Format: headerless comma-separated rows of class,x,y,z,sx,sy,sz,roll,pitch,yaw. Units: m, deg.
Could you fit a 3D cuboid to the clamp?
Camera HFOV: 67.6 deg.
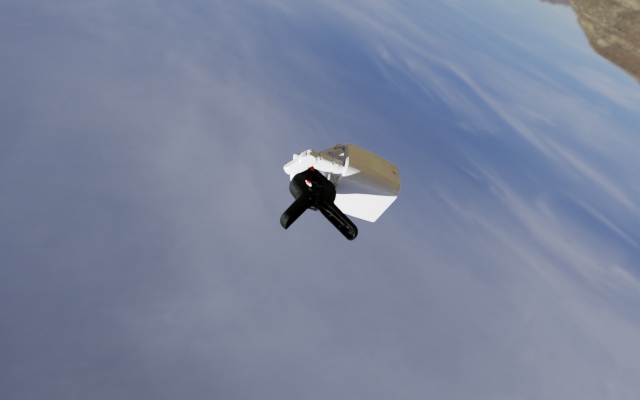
clamp,0.000,0.003,0.764,0.120,0.039,0.171,21,34,-12
